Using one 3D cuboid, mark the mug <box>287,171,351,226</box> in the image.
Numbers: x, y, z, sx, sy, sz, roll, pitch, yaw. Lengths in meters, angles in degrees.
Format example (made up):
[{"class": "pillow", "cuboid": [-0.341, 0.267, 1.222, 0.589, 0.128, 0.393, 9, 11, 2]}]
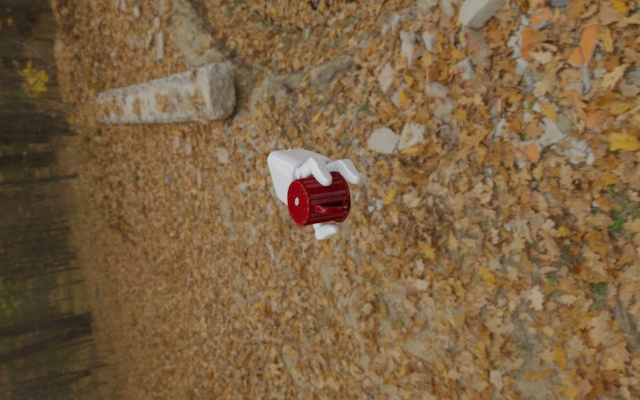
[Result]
[{"class": "mug", "cuboid": [0.001, 0.003, 0.821, 0.081, 0.093, 0.117, -9, 22, -30]}]
